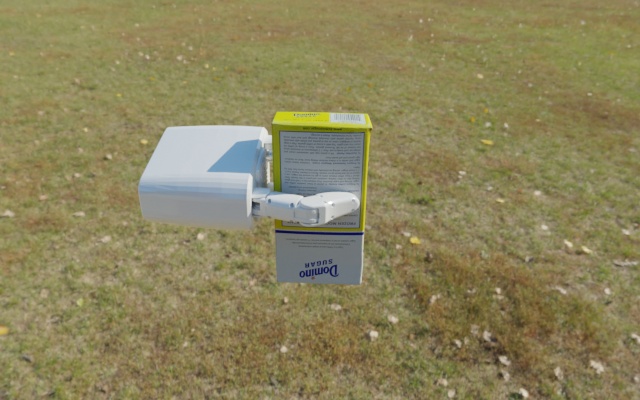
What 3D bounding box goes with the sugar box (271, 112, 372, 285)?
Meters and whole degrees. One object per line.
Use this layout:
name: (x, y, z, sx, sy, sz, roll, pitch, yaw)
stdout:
sugar box: (0.000, 0.001, 0.485, 0.093, 0.176, 0.048, 2, 28, 1)
